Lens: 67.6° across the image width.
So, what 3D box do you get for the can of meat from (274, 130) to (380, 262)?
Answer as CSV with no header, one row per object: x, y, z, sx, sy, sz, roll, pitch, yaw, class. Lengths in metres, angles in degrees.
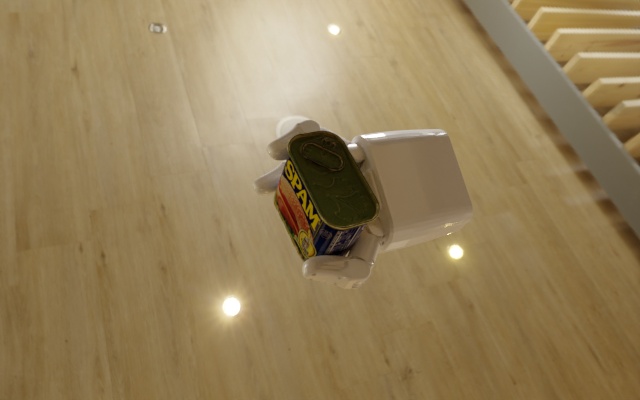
0.000,0.002,0.444,0.057,0.102,0.084,-14,-28,-26,can of meat
